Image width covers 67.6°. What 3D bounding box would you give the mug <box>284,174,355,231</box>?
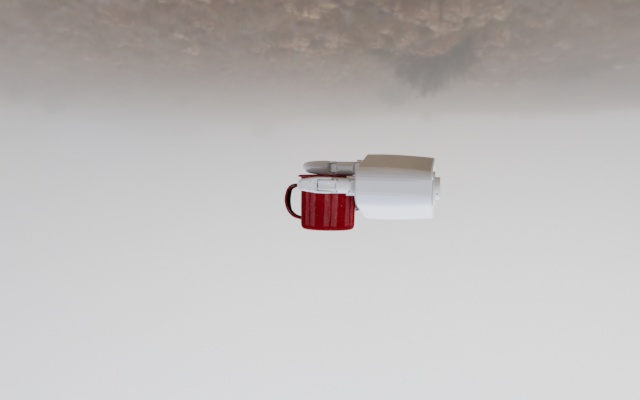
[{"bbox_3d":[-0.001,0.003,0.728,0.117,0.081,0.093,1,1,16],"label":"mug"}]
